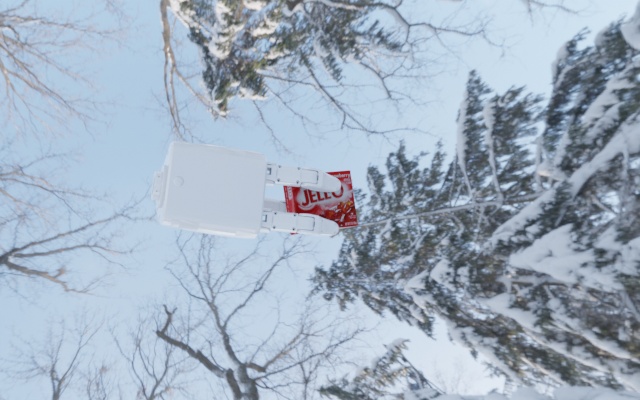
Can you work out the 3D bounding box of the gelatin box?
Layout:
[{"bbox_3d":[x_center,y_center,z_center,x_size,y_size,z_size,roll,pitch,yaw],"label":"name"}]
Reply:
[{"bbox_3d":[0.000,0.002,0.604,0.089,0.073,0.030,-6,-5,-29],"label":"gelatin box"}]
